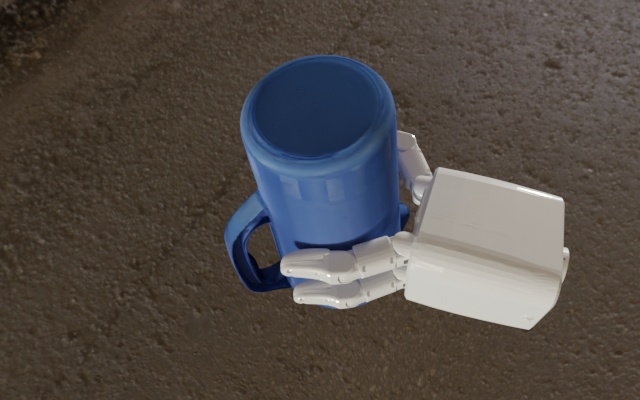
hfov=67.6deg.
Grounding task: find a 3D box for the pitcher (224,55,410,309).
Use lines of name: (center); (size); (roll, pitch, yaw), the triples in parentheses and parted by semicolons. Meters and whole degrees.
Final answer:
pitcher: (0.000, 0.001, 0.421); (0.145, 0.149, 0.243); (15, -27, 15)
